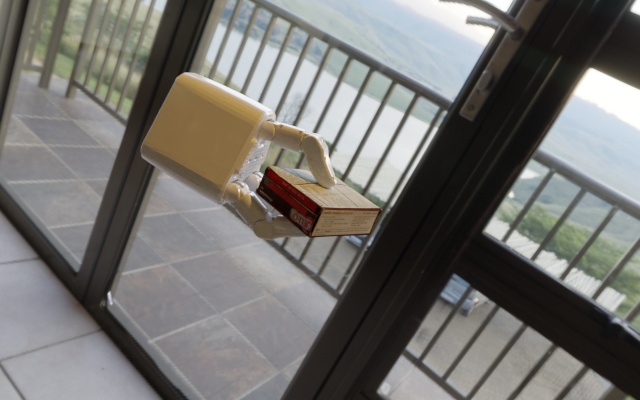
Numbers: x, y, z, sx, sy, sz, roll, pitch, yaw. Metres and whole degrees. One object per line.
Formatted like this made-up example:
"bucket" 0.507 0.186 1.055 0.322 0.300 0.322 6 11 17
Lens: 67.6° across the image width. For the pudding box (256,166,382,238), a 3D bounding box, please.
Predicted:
"pudding box" 0.000 0.002 0.520 0.090 0.039 0.113 38 23 33
